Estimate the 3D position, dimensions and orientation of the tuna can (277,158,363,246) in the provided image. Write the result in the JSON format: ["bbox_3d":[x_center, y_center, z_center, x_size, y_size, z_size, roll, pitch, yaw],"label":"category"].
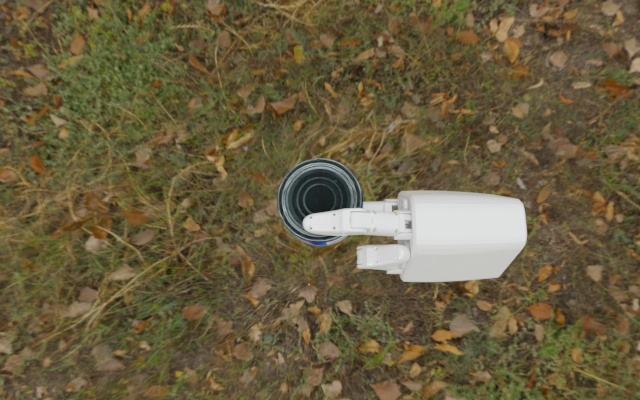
[{"bbox_3d":[0.000,0.001,0.478,0.086,0.086,0.034,0,-10,4],"label":"tuna can"}]
